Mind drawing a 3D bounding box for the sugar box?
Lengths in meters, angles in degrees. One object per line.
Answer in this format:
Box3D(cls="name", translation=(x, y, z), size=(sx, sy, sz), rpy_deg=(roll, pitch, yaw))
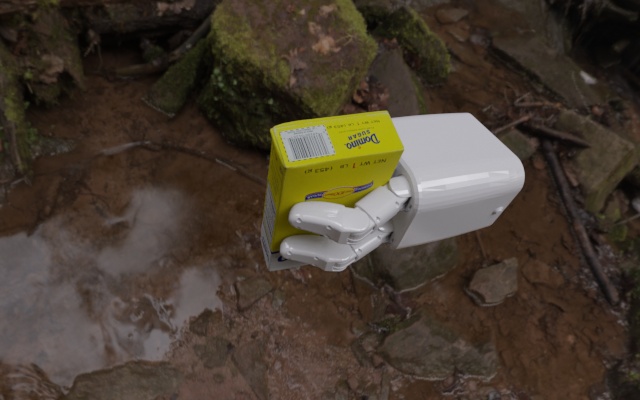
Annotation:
Box3D(cls="sugar box", translation=(0.000, 0.002, 0.412), size=(0.093, 0.048, 0.176), rpy_deg=(-9, -32, -15))
